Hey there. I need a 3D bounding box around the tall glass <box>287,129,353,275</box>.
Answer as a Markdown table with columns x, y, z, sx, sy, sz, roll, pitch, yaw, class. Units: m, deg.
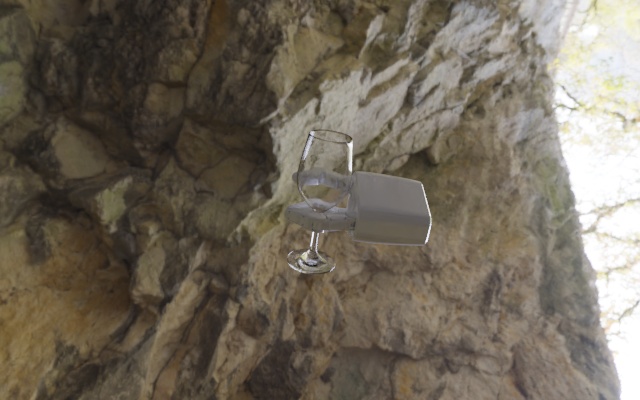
| x | y | z | sx | sy | sz | roll | pitch | yaw | class |
| --- | --- | --- | --- | --- | --- | --- | --- | --- | --- |
| 0.000 | 0.003 | 0.692 | 0.079 | 0.201 | 0.079 | 7 | 22 | -3 | tall glass |
